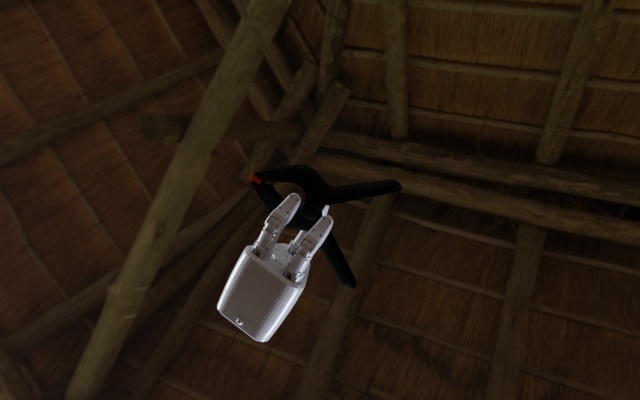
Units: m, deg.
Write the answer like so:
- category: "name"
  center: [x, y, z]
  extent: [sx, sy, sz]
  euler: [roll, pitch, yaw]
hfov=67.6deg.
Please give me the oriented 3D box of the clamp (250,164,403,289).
- category: "clamp"
  center: [0.000, 0.002, 0.666]
  extent: [0.210, 0.164, 0.036]
  euler: [34, 16, 12]
